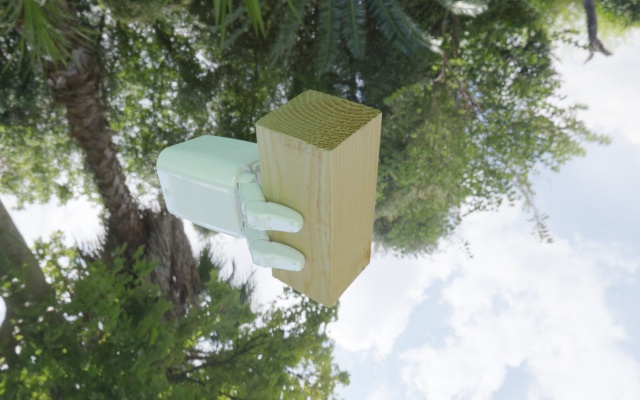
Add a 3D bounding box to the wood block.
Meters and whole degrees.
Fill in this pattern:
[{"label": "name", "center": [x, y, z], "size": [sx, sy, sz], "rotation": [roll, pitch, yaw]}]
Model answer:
[{"label": "wood block", "center": [0.000, 0.001, 0.513], "size": [0.090, 0.206, 0.090], "rotation": [23, 45, 27]}]
